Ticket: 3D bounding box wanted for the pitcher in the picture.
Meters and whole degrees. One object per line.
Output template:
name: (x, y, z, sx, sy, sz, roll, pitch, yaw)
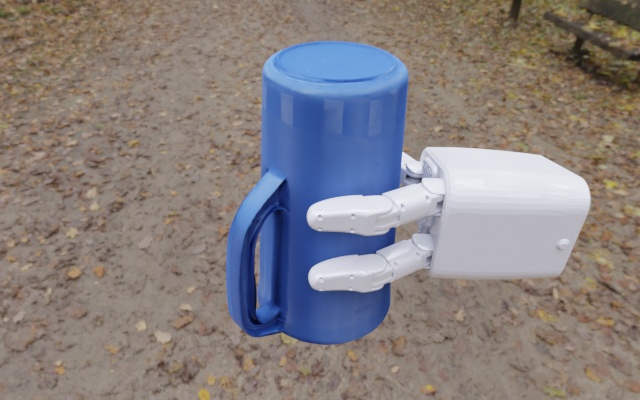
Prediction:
pitcher: (0.000, 0.001, 0.408, 0.145, 0.243, 0.149, 3, 34, 1)
